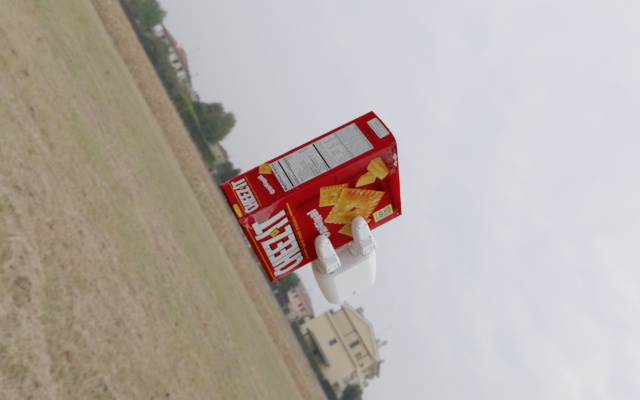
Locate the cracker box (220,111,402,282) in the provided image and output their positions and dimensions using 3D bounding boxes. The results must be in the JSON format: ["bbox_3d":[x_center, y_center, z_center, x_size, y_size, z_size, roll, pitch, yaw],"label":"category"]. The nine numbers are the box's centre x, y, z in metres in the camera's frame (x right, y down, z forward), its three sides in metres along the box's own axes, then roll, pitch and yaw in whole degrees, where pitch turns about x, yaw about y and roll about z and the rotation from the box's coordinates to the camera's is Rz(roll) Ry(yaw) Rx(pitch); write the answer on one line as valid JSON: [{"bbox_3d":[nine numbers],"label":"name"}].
[{"bbox_3d":[0.000,0.002,0.627,0.213,0.072,0.164,-27,-36,-9],"label":"cracker box"}]
